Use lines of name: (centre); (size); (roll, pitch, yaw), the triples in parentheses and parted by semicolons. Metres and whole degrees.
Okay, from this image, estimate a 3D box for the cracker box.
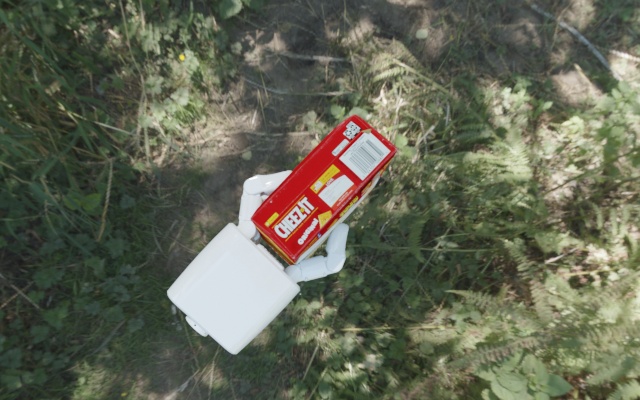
cracker box: (0.000, 0.002, 0.598); (0.072, 0.164, 0.214); (43, -10, 6)
